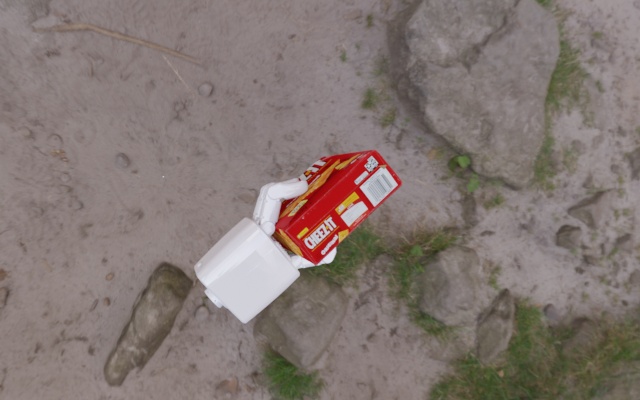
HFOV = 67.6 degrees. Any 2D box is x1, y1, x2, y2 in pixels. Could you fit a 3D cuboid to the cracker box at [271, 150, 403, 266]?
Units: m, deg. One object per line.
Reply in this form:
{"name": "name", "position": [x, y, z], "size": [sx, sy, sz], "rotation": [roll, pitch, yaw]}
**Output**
{"name": "cracker box", "position": [0.000, 0.002, 0.710], "size": [0.164, 0.072, 0.213], "rotation": [-43, 14, -12]}
